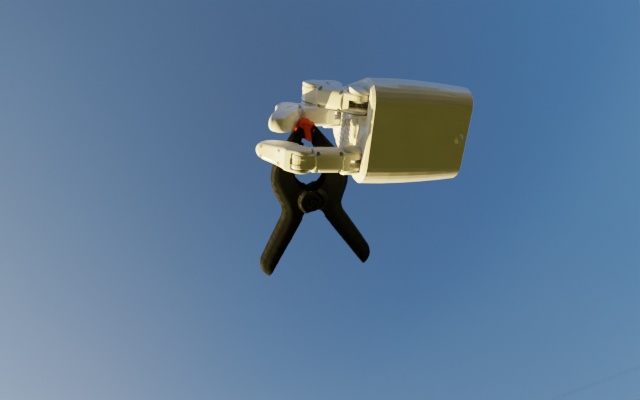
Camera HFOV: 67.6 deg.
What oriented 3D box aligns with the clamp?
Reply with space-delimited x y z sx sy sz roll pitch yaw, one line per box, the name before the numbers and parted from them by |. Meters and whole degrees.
clamp | 0.000 0.001 0.502 0.120 0.171 0.039 -1 24 -16
